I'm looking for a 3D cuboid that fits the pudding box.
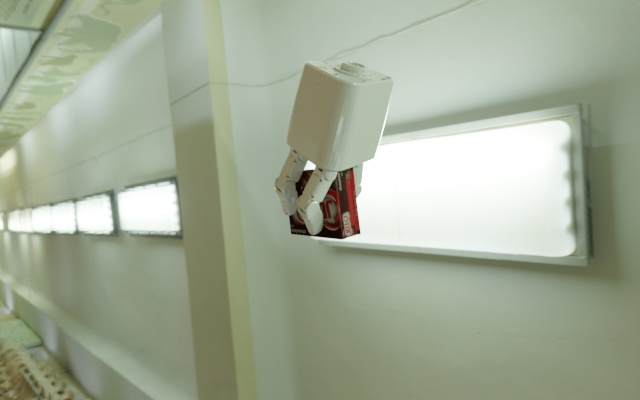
[{"bbox_3d":[0.000,0.002,0.635,0.039,0.090,0.113,-11,7,-36],"label":"pudding box"}]
